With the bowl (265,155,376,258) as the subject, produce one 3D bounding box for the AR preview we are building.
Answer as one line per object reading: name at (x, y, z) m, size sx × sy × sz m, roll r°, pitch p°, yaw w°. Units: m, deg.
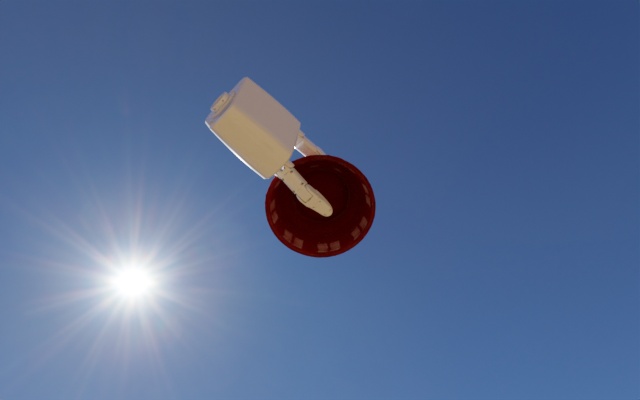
bowl at (0.001, 0.003, 0.718) m, size 0.162 × 0.162 × 0.055 m, roll 0°, pitch 21°, yaw 1°
